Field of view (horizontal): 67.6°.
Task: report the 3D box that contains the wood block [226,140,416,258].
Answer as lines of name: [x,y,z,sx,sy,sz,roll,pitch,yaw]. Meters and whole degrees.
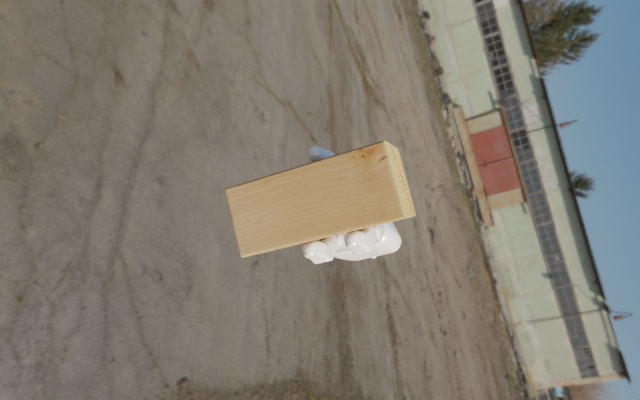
wood block: [0.000,0.002,0.592,0.206,0.091,0.090,-15,-5,19]
